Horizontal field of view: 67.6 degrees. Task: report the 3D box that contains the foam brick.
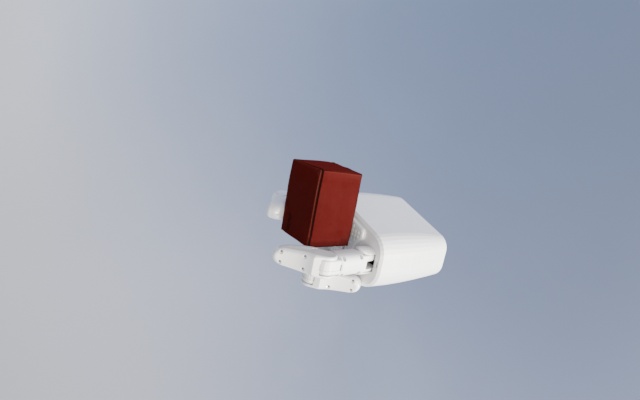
[{"bbox_3d":[0.000,0.001,0.477,0.051,0.078,0.053,1,17,-36],"label":"foam brick"}]
